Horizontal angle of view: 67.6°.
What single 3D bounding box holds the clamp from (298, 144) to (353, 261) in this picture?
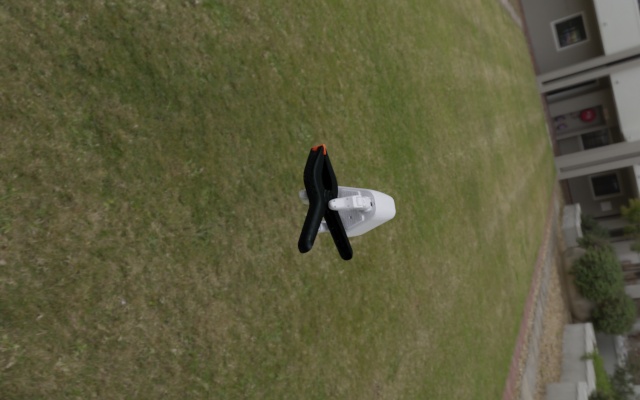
[{"bbox_3d":[0.001,0.002,0.830,0.036,0.210,0.164,-13,-10,27],"label":"clamp"}]
